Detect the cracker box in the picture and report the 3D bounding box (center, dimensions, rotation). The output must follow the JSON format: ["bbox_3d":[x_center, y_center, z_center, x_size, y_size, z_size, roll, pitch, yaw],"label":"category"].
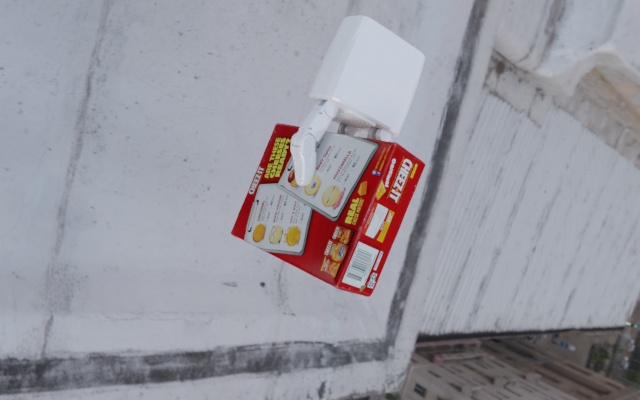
[{"bbox_3d":[0.000,0.002,0.582,0.072,0.164,0.213,26,-6,-42],"label":"cracker box"}]
